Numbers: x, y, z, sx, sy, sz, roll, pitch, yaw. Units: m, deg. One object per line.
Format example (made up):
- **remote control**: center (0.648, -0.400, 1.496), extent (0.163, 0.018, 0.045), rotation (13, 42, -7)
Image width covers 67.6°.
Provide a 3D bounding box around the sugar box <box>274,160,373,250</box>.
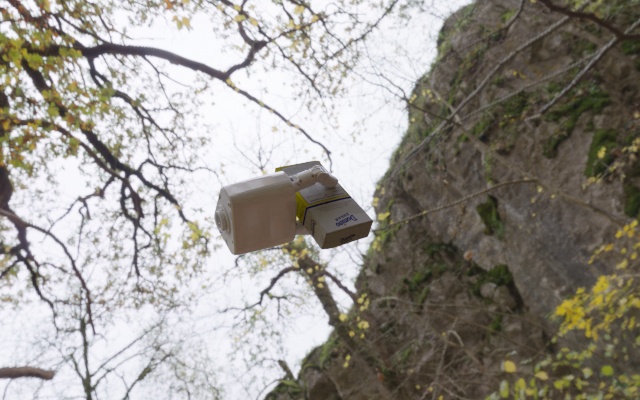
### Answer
- **sugar box**: center (0.000, 0.003, 0.804), extent (0.093, 0.048, 0.176), rotation (-13, 48, -29)
